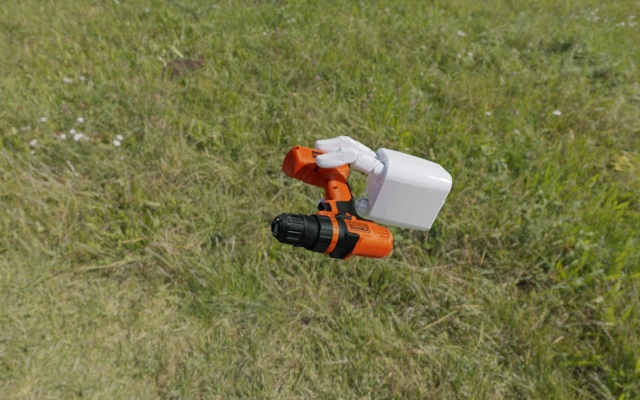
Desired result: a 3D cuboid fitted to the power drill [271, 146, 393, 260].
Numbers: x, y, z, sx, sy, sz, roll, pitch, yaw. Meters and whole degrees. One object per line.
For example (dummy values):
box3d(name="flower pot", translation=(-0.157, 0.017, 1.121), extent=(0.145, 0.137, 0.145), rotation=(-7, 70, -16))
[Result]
box3d(name="power drill", translation=(0.000, 0.002, 0.690), extent=(0.184, 0.187, 0.057), rotation=(13, -51, -31))
